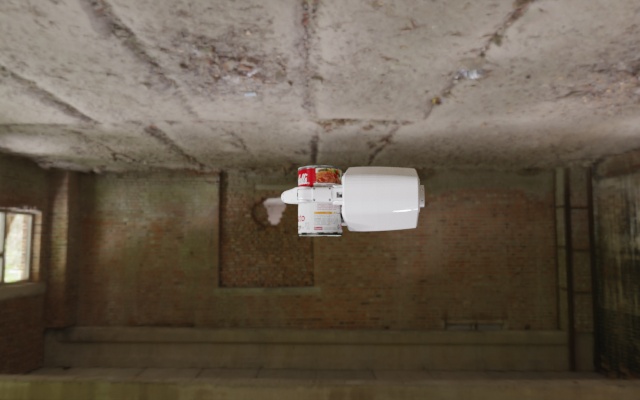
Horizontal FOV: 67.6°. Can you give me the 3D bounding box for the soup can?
[{"bbox_3d":[0.000,0.003,0.723,0.068,0.102,0.068,0,-5,0],"label":"soup can"}]
